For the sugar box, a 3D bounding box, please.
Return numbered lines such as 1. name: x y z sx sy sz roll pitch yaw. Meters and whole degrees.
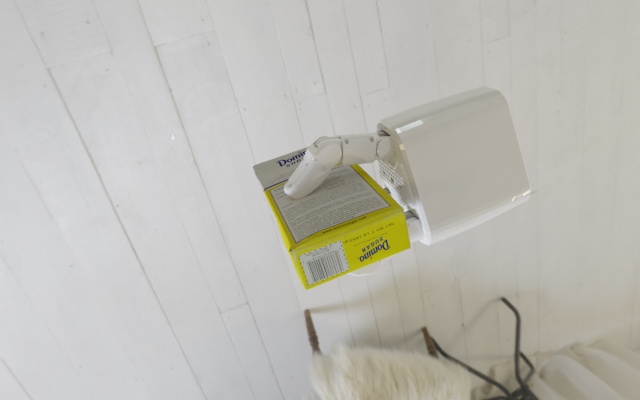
1. sugar box: 0.000 0.002 0.435 0.093 0.048 0.176 -20 27 -8
